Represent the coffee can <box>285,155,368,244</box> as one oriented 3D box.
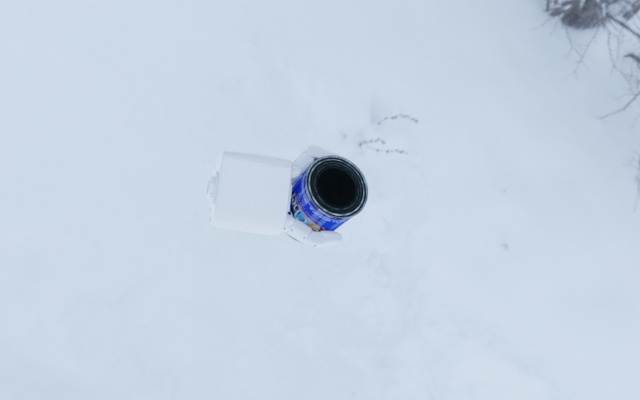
[{"bbox_3d":[0.000,0.003,0.768,0.103,0.102,0.140,0,-20,-23],"label":"coffee can"}]
